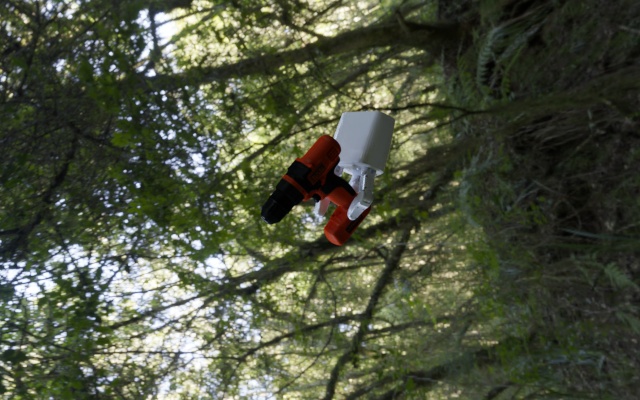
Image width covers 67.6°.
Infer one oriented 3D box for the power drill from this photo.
[{"bbox_3d":[0.001,0.003,0.853,0.057,0.184,0.188,34,-10,46],"label":"power drill"}]
